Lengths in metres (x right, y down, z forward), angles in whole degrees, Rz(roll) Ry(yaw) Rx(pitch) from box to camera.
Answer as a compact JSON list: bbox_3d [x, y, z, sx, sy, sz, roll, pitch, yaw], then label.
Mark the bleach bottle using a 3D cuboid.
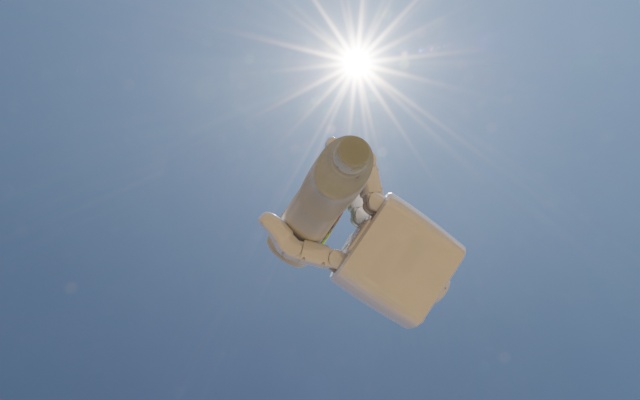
[{"bbox_3d":[0.000,0.002,0.521,0.068,0.102,0.251,35,-21,1],"label":"bleach bottle"}]
